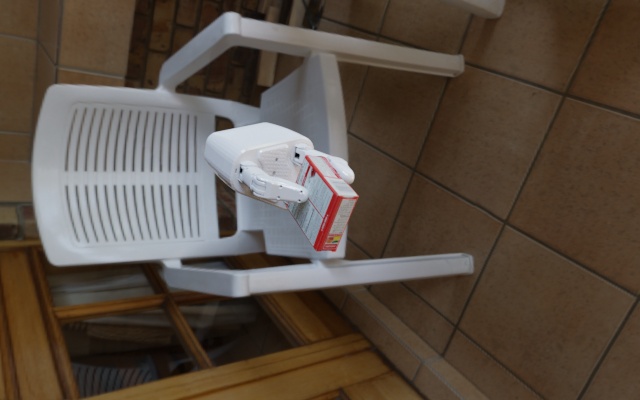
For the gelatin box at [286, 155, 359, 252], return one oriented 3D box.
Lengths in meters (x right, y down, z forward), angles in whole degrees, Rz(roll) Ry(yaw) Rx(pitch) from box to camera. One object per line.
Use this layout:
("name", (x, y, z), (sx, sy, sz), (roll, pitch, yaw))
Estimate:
("gelatin box", (0.000, 0.002, 0.531), (0.030, 0.073, 0.089), (3, 32, -31))
